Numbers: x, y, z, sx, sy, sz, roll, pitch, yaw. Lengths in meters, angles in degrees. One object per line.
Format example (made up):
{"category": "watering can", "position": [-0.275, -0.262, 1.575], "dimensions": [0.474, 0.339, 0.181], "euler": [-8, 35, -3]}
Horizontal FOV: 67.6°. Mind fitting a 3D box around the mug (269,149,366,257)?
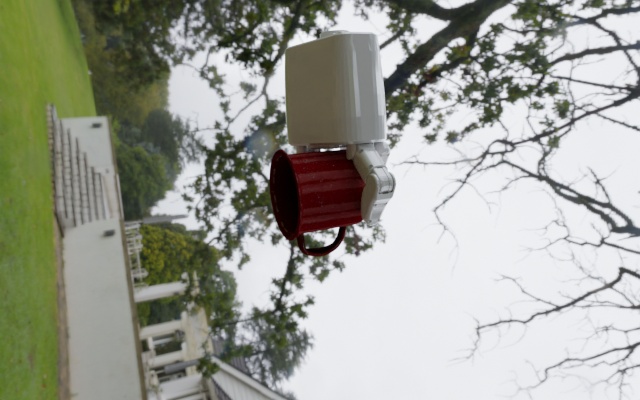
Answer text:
{"category": "mug", "position": [0.000, 0.003, 0.501], "dimensions": [0.081, 0.117, 0.093], "euler": [-8, 11, -22]}
